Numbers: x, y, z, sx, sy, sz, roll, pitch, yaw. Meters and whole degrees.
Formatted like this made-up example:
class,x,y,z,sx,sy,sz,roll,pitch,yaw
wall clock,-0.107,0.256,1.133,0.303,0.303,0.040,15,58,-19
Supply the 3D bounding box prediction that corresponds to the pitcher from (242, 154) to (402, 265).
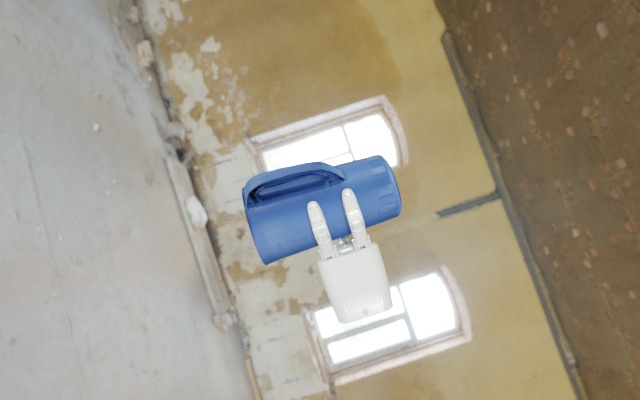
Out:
class,x,y,z,sx,sy,sz,roll,pitch,yaw
pitcher,0.000,0.003,0.770,0.243,0.145,0.149,-17,5,-1
